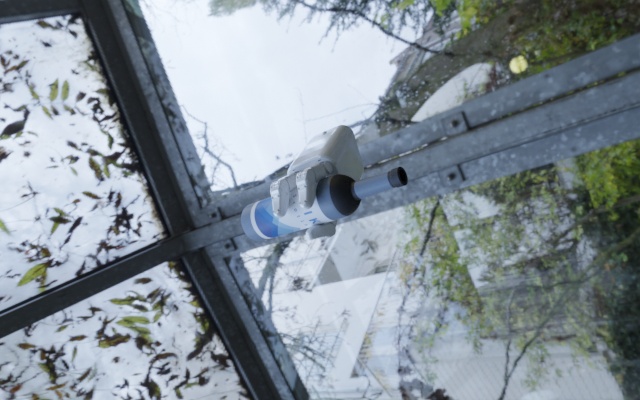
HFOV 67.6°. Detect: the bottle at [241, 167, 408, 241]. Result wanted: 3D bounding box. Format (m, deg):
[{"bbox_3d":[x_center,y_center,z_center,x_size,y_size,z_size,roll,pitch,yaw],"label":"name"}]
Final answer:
[{"bbox_3d":[0.000,0.003,0.743,0.296,0.069,0.069,-18,-11,36],"label":"bottle"}]
